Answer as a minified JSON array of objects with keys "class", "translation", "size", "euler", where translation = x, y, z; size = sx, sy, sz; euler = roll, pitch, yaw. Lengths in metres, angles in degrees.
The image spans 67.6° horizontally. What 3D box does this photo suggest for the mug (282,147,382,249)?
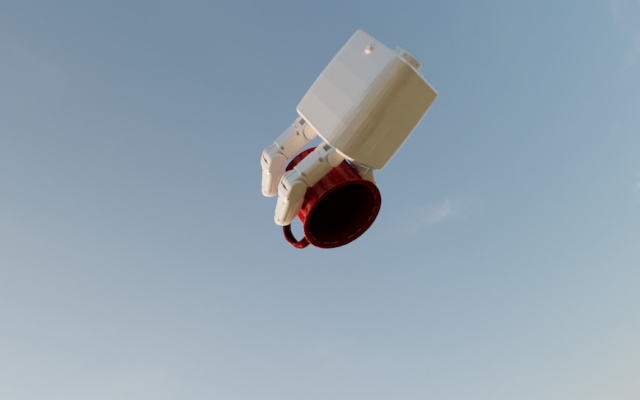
[{"class":"mug","translation":[-0.001,0.003,0.536],"size":[0.093,0.117,0.081],"euler":[26,20,-43]}]
